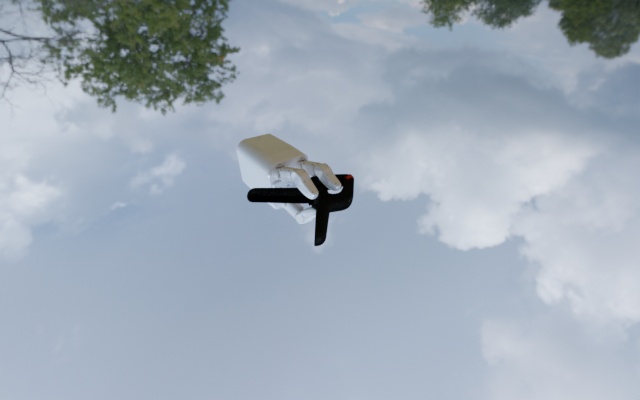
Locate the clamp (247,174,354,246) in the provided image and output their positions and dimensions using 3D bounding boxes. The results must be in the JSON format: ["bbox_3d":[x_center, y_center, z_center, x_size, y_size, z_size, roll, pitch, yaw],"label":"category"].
[{"bbox_3d":[0.000,0.003,0.840,0.210,0.036,0.164,-21,48,-41],"label":"clamp"}]
